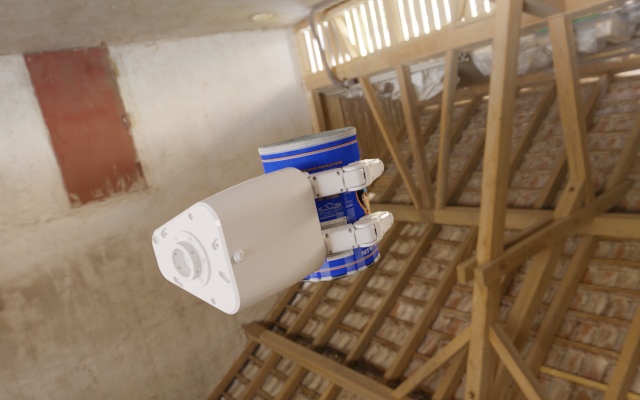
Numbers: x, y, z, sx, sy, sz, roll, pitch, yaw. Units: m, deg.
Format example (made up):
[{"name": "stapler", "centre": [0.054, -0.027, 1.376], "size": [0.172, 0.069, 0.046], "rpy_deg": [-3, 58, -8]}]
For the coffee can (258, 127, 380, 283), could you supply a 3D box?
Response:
[{"name": "coffee can", "centre": [0.000, 0.001, 0.506], "size": [0.103, 0.140, 0.103], "rpy_deg": [-12, 10, 2]}]
